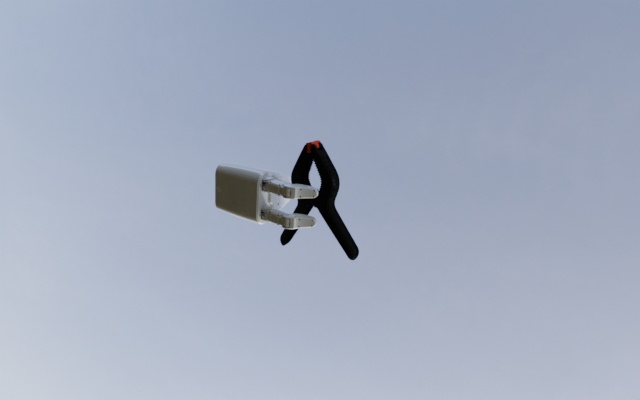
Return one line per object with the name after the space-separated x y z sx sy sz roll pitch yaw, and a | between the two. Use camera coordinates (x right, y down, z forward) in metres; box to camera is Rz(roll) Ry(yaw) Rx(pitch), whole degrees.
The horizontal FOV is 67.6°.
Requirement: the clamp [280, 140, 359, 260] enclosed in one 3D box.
0.000 0.002 0.836 0.164 0.210 0.036 15 22 29 | clamp
